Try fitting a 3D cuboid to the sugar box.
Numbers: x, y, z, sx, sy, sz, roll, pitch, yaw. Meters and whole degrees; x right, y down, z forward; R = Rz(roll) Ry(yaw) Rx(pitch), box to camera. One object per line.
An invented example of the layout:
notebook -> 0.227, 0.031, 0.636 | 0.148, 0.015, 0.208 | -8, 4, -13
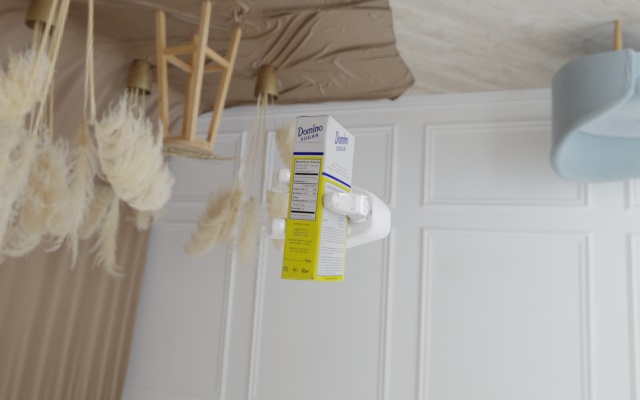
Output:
sugar box -> 0.000, 0.002, 0.540 | 0.048, 0.176, 0.093 | 0, -9, 22
